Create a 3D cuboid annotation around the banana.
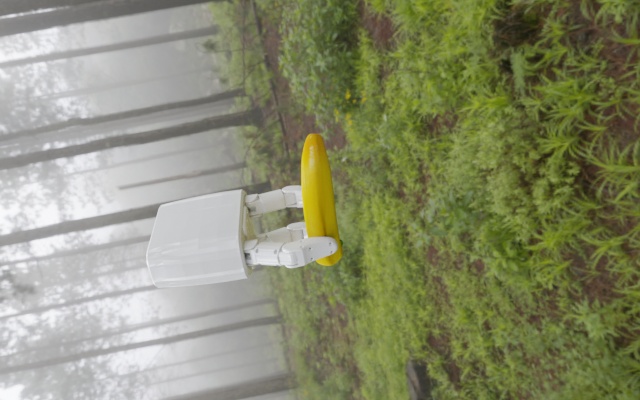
[{"bbox_3d":[0.001,0.018,0.545,0.037,0.069,0.198,-7,-43,4],"label":"banana"}]
